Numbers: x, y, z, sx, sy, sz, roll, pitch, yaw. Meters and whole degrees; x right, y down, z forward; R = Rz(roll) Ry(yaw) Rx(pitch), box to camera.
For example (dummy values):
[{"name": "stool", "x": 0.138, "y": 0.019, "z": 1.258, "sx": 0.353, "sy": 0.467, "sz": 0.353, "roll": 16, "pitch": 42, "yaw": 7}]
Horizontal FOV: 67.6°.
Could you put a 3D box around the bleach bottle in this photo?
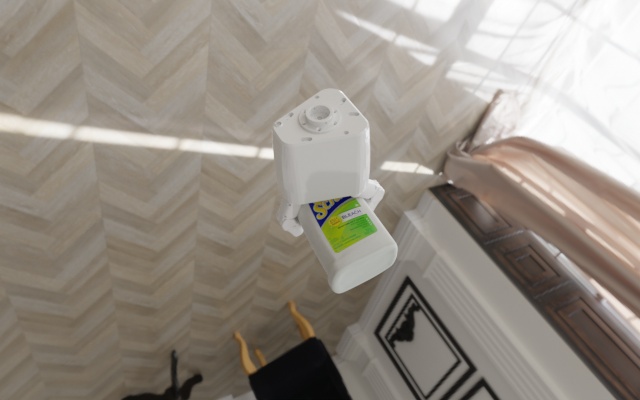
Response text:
[{"name": "bleach bottle", "x": 0.000, "y": 0.002, "z": 0.674, "sx": 0.102, "sy": 0.250, "sz": 0.068, "roll": -25, "pitch": -35, "yaw": -15}]
